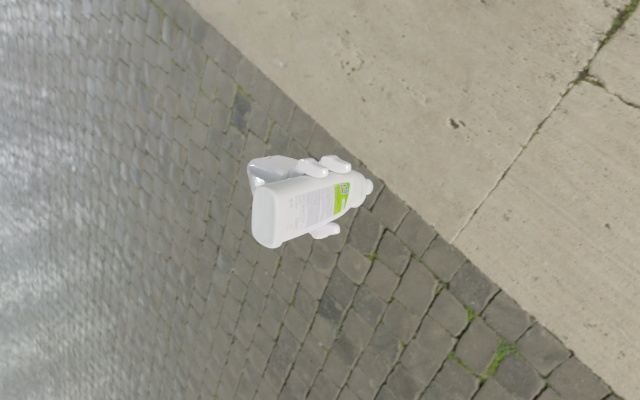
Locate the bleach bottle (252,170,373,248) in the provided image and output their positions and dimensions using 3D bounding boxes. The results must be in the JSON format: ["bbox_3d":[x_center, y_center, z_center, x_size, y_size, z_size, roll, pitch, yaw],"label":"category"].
[{"bbox_3d":[0.000,0.003,0.829,0.251,0.103,0.068,-14,27,-43],"label":"bleach bottle"}]
